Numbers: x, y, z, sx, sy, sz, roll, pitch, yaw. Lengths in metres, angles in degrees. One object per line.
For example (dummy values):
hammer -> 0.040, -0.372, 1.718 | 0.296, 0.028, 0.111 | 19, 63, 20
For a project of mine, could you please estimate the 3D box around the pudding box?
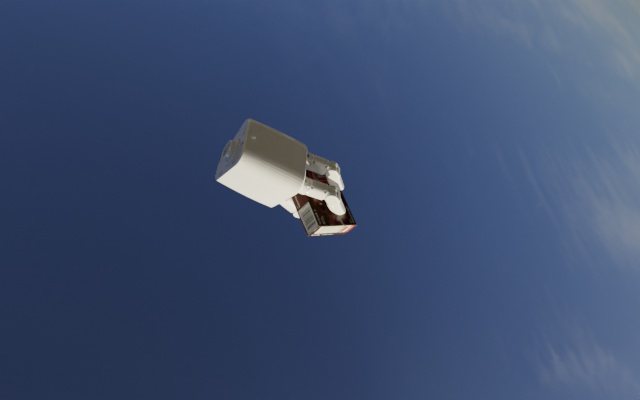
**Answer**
pudding box -> 0.000, 0.003, 0.800 | 0.090, 0.113, 0.039 | 0, -29, -43
